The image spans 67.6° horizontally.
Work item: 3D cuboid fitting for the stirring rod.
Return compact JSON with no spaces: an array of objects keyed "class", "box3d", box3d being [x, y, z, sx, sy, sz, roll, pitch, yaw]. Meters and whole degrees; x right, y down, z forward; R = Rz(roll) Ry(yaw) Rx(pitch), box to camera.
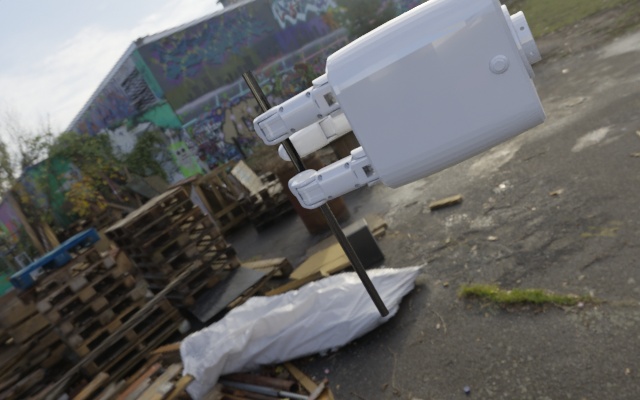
[{"class":"stirring rod","box3d":[0.000,0.001,0.402,0.011,0.239,0.011,-28,14,8]}]
